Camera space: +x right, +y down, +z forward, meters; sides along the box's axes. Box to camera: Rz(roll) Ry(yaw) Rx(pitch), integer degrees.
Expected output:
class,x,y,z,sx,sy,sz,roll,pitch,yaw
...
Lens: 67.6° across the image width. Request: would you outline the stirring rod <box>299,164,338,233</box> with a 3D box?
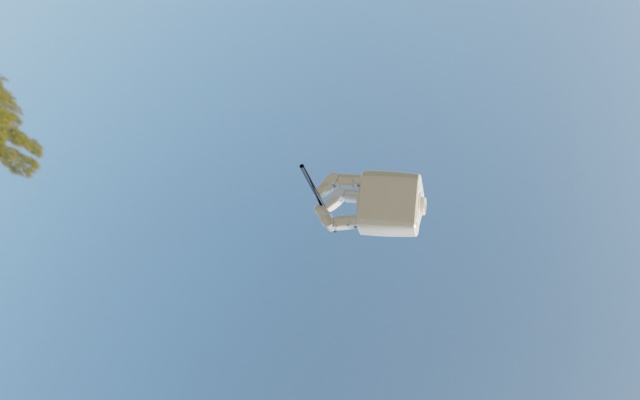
class,x,y,z,sx,sy,sz,roll,pitch,yaw
stirring rod,0.000,0.003,0.898,0.011,0.011,0.240,0,-30,18
